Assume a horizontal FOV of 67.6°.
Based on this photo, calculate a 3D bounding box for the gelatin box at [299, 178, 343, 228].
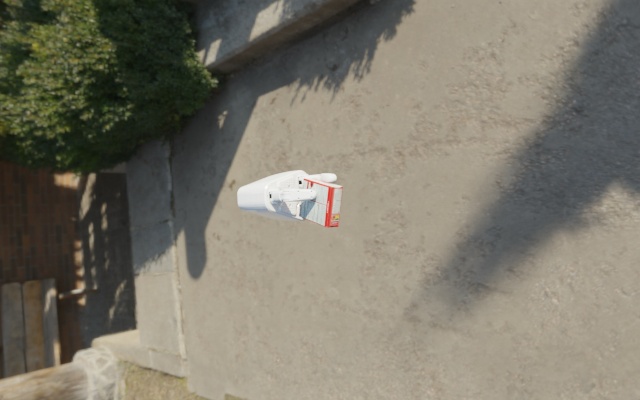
[{"bbox_3d":[0.000,0.003,0.857,0.030,0.073,0.089,-1,12,-37],"label":"gelatin box"}]
